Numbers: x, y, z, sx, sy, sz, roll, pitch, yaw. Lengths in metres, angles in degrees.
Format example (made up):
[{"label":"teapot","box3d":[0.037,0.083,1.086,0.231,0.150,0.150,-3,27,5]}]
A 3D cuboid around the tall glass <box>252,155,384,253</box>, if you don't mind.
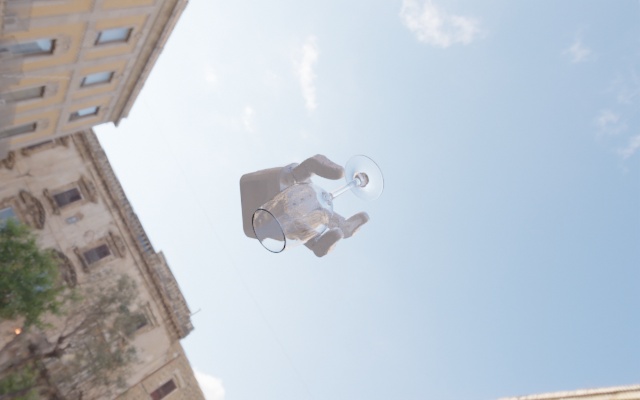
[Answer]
[{"label":"tall glass","box3d":[0.001,0.002,0.662,0.079,0.079,0.201,0,21,45]}]
